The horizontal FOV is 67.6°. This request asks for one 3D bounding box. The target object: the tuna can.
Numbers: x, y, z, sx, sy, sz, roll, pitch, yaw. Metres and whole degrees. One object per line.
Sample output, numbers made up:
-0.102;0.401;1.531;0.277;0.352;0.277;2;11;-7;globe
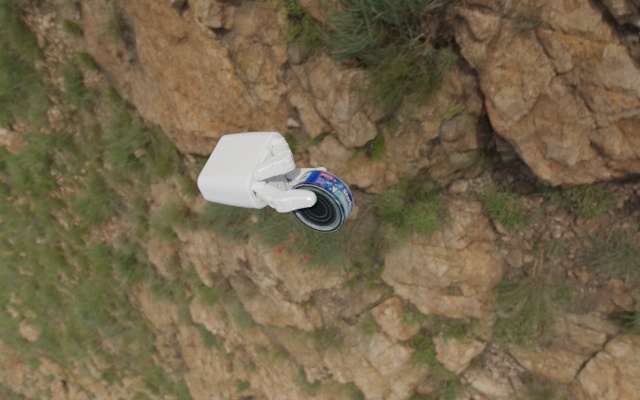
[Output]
0.000;0.002;0.653;0.086;0.086;0.033;0;36;33;tuna can
